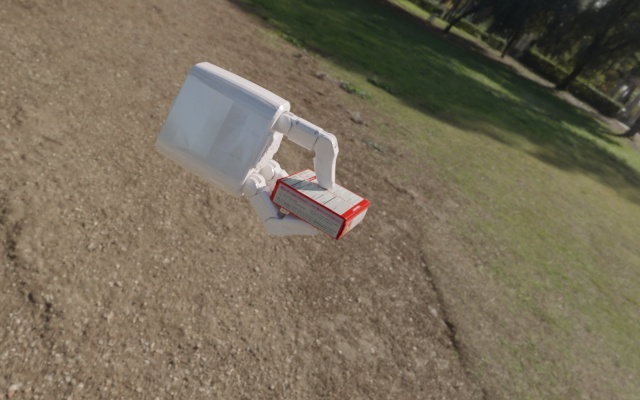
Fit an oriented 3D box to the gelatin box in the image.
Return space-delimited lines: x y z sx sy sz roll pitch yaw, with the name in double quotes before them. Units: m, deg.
"gelatin box" 0.001 0.001 0.526 0.089 0.030 0.073 29 24 16
